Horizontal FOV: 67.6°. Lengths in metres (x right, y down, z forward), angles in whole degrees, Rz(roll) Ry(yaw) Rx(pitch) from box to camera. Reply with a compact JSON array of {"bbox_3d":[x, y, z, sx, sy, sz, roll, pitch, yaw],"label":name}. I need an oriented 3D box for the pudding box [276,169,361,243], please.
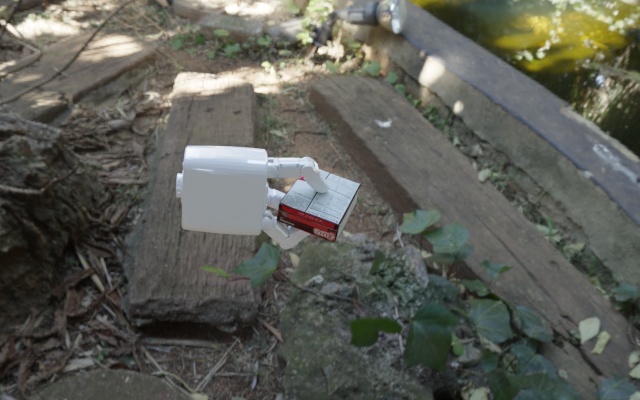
[{"bbox_3d":[0.000,0.002,0.685,0.090,0.039,0.113,21,40,9],"label":"pudding box"}]
